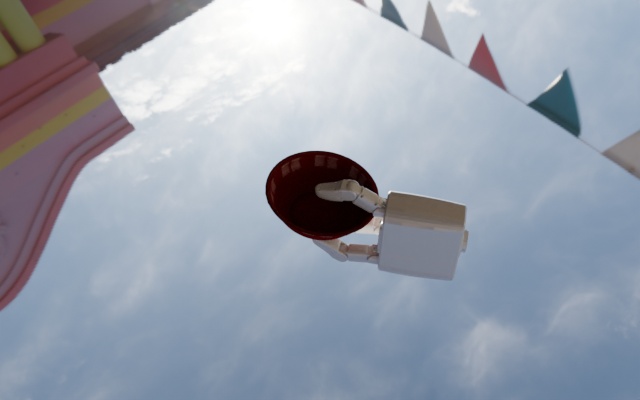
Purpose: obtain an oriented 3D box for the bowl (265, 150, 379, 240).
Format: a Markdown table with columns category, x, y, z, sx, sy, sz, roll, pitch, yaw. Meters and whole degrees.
| category | x | y | z | sx | sy | sz | roll | pitch | yaw |
| --- | --- | --- | --- | --- | --- | --- | --- | --- | --- |
| bowl | -0.001 | 0.002 | 0.688 | 0.162 | 0.162 | 0.055 | 0 | -40 | -10 |
